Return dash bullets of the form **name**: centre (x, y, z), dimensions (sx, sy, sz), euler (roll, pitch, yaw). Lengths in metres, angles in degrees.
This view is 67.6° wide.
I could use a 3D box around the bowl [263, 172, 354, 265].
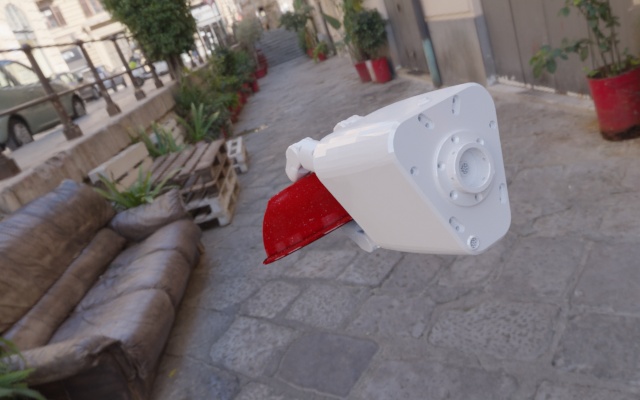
- **bowl**: centre (-0.001, 0.002, 0.485), dimensions (0.162, 0.055, 0.162), euler (-30, 0, 0)
